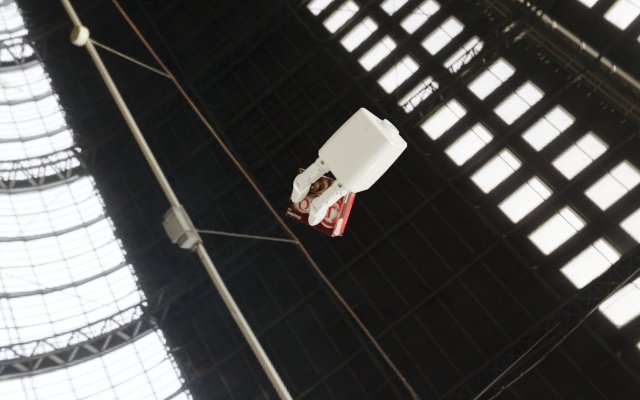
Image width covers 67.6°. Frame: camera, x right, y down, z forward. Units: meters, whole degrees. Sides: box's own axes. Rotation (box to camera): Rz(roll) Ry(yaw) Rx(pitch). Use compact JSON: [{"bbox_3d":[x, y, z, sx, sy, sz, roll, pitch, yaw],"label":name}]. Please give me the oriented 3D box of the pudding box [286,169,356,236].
[{"bbox_3d":[0.000,0.003,0.849,0.113,0.090,0.039,23,9,35],"label":"pudding box"}]
